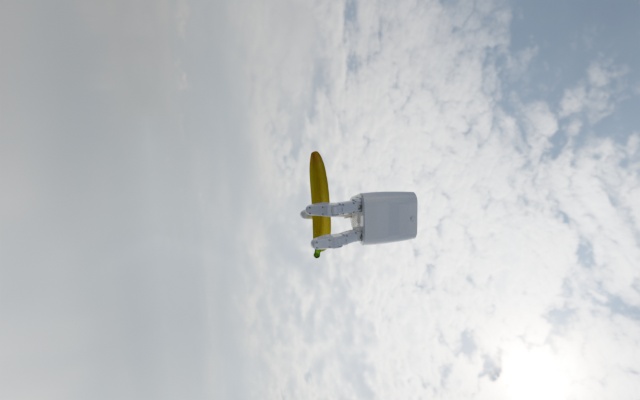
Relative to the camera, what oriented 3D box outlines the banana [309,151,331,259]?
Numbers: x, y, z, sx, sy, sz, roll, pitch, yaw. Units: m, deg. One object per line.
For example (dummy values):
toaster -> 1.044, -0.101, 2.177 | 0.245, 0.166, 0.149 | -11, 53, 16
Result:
banana -> 0.000, 0.009, 0.894 | 0.037, 0.197, 0.069 | -3, -9, 0
